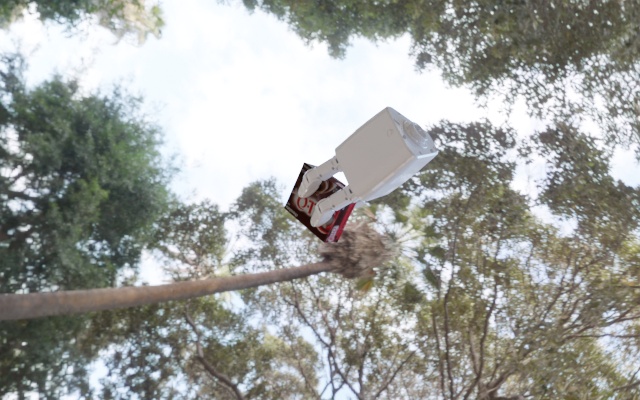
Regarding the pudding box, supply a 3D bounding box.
[{"bbox_3d":[0.000,0.002,0.775,0.039,0.090,0.113,7,24,-46],"label":"pudding box"}]
